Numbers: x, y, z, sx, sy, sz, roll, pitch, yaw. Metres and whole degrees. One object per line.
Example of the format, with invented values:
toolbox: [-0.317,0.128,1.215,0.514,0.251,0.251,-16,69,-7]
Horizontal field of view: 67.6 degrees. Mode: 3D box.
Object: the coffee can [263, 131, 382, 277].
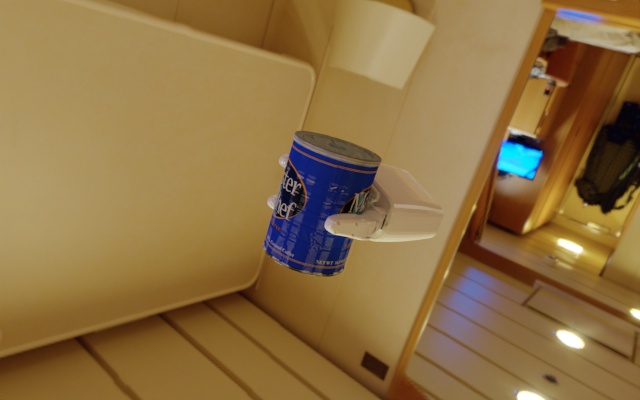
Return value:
coffee can: [0.000,0.002,0.554,0.103,0.140,0.102,16,16,-5]
